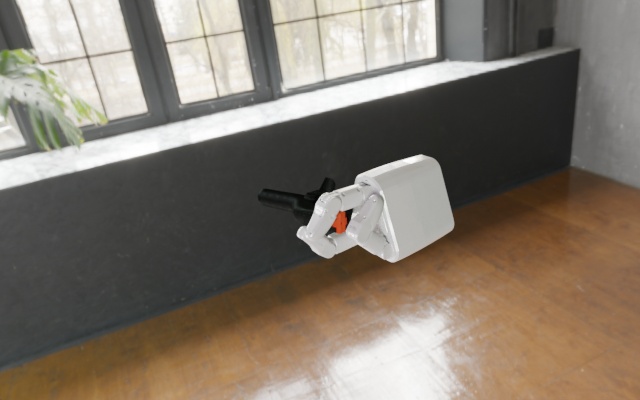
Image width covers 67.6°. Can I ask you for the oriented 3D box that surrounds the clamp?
[{"bbox_3d":[0.000,0.002,0.656,0.120,0.039,0.171,-21,27,-27],"label":"clamp"}]
